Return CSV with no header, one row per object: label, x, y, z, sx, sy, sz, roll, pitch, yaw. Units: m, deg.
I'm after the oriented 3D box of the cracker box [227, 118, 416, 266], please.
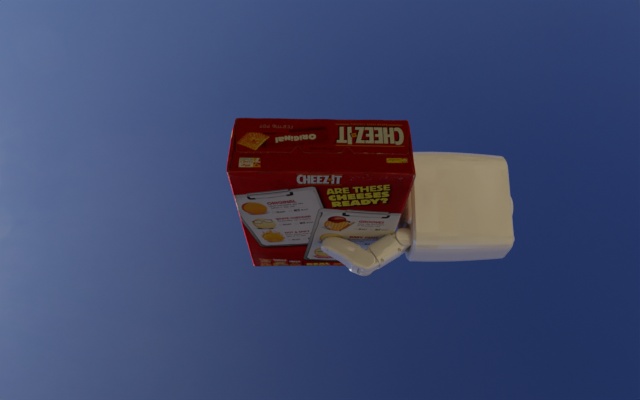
cracker box,0.000,0.002,0.513,0.164,0.072,0.214,0,-30,-1
